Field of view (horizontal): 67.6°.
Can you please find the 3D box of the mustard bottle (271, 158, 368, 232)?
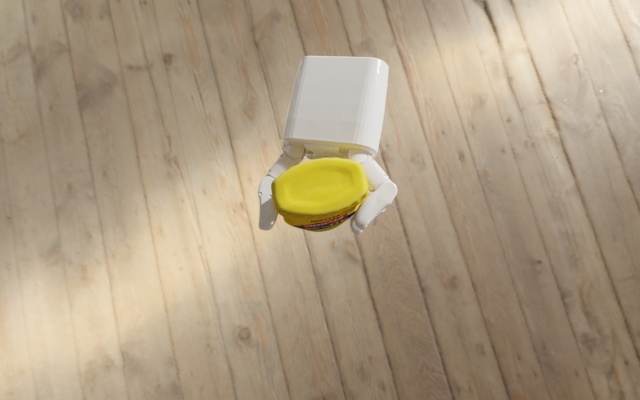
[{"bbox_3d":[0.000,0.002,0.559,0.096,0.058,0.192,-14,-10,-2],"label":"mustard bottle"}]
